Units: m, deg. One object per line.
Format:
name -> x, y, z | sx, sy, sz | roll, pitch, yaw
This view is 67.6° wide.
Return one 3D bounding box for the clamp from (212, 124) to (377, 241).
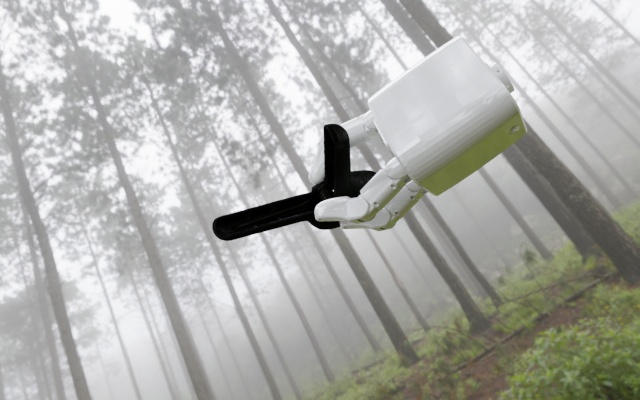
clamp -> 0.000, 0.001, 0.502 | 0.164, 0.036, 0.210 | -33, -24, 19
